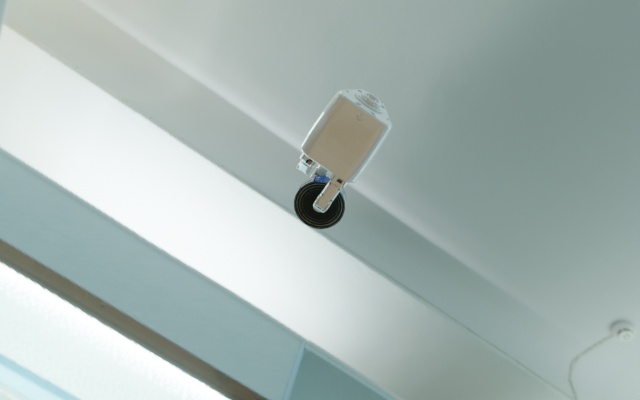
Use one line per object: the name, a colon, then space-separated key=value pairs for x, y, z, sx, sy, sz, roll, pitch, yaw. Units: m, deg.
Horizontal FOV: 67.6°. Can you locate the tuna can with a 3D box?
tuna can: x=0.000 y=0.002 z=0.802 sx=0.086 sy=0.086 sz=0.033 roll=0 pitch=23 yaw=9
